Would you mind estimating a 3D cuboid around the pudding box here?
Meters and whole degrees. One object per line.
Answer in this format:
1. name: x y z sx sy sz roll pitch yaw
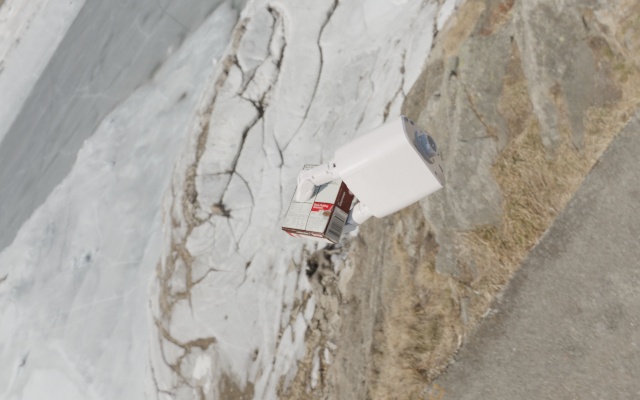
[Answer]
1. pudding box: 0.000 0.002 0.707 0.090 0.113 0.039 5 -23 43
